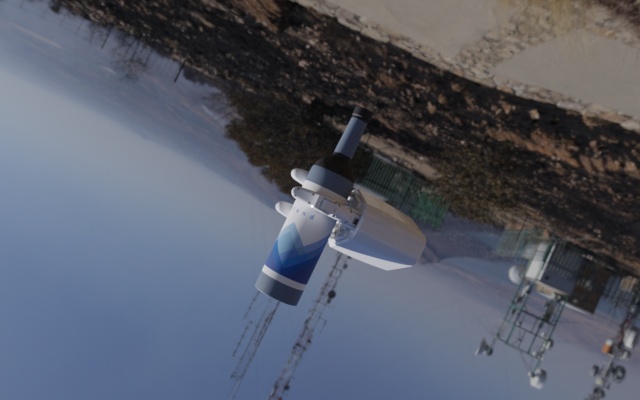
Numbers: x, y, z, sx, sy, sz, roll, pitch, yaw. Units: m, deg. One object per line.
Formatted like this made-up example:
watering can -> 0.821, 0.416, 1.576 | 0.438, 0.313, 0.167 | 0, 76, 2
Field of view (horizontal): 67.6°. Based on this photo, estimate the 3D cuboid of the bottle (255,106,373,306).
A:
bottle -> 0.000, 0.002, 0.685 | 0.069, 0.295, 0.069 | 26, -3, 1
